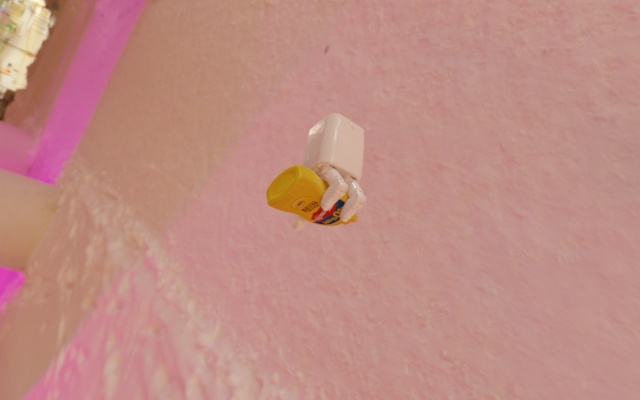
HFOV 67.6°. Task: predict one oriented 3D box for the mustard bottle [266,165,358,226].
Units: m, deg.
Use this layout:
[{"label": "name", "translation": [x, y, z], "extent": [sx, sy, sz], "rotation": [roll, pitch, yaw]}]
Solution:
[{"label": "mustard bottle", "translation": [0.000, 0.003, 0.885], "extent": [0.192, 0.058, 0.096], "rotation": [25, -51, -39]}]
